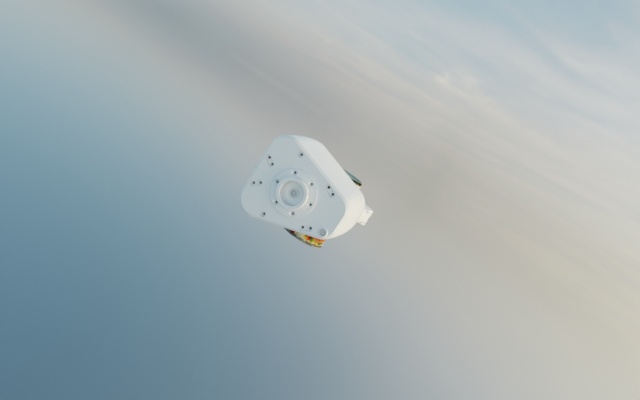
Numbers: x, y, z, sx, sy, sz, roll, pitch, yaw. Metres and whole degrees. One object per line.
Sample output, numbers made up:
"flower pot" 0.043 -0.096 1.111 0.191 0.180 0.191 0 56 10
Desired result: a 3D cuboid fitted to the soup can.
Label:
"soup can" 0.000 0.002 0.629 0.068 0.102 0.068 32 9 -6
